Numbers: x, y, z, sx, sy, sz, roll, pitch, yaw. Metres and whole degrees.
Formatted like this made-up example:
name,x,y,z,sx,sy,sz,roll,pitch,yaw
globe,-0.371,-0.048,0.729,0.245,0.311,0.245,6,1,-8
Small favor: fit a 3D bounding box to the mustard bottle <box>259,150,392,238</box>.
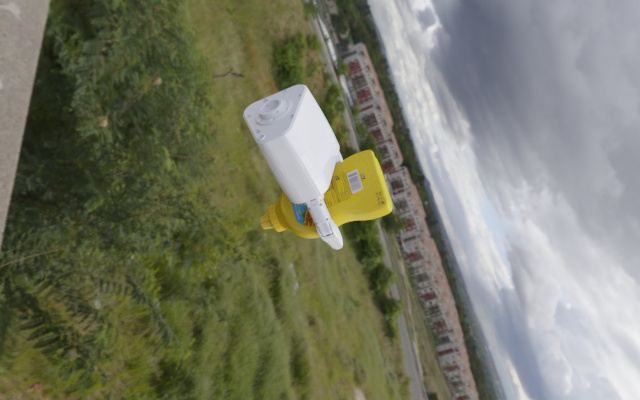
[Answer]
name,x,y,z,sx,sy,sz,roll,pitch,yaw
mustard bottle,0.000,0.002,0.690,0.191,0.096,0.058,-20,-25,12
